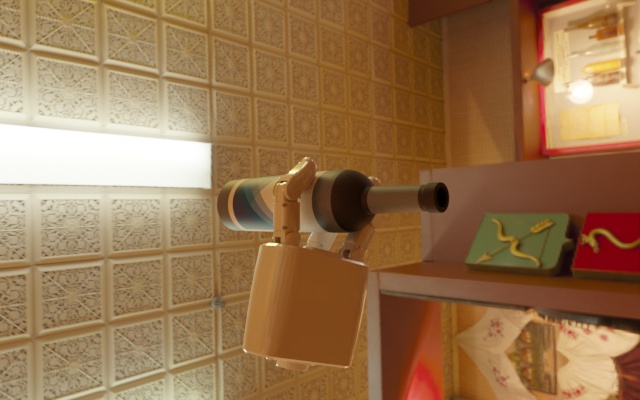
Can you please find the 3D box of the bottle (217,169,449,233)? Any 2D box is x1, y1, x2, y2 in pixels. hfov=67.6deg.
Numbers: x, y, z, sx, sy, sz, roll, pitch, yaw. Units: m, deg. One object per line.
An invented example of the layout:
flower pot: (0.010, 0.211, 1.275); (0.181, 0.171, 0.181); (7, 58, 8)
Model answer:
bottle: (0.000, 0.002, 0.522); (0.296, 0.069, 0.069); (-2, -2, 43)
